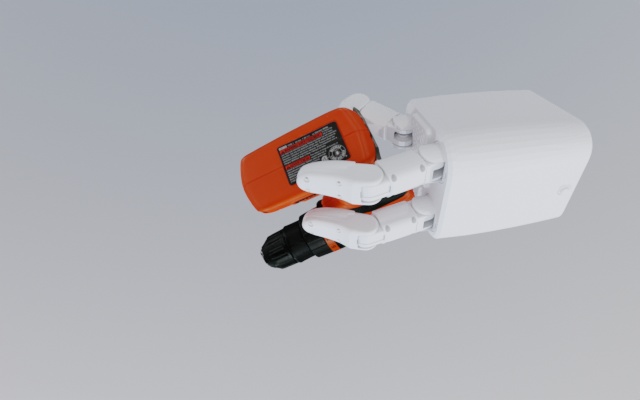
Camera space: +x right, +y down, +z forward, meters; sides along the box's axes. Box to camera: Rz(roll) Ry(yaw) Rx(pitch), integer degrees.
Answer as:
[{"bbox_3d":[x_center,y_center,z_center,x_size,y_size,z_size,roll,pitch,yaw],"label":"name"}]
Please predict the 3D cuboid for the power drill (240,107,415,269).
[{"bbox_3d":[0.000,0.001,0.442,0.184,0.057,0.188,-27,-23,8],"label":"power drill"}]
